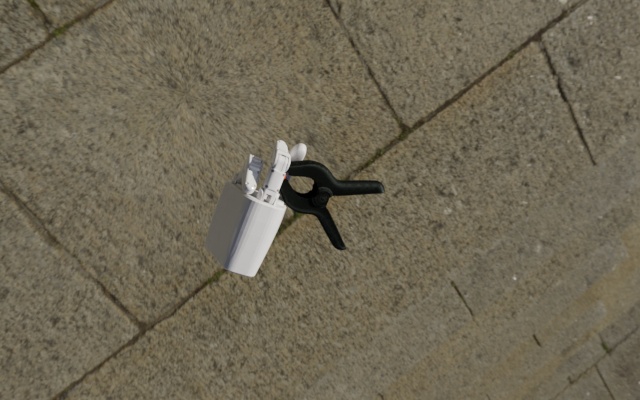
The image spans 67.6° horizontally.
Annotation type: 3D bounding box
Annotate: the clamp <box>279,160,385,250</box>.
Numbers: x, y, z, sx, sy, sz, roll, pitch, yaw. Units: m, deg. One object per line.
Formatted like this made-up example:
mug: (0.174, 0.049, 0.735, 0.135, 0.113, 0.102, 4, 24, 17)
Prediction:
clamp: (0.000, 0.002, 0.699, 0.171, 0.120, 0.039, 20, 7, -19)
